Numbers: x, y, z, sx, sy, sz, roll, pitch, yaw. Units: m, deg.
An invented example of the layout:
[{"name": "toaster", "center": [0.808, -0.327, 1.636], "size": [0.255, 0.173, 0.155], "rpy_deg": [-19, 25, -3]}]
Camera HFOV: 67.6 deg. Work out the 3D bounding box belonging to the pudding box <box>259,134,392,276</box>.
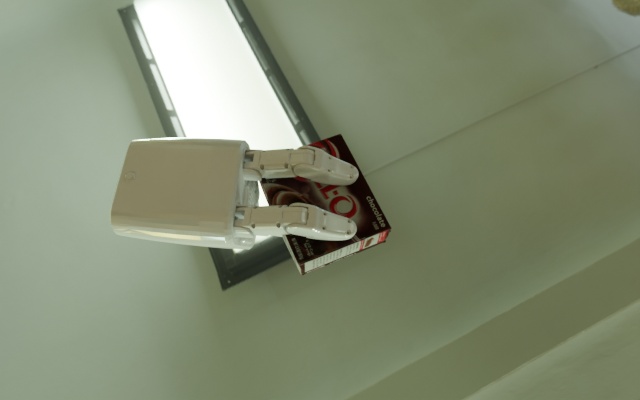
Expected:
[{"name": "pudding box", "center": [0.000, 0.002, 0.446], "size": [0.090, 0.113, 0.039], "rpy_deg": [-21, -22, -11]}]
